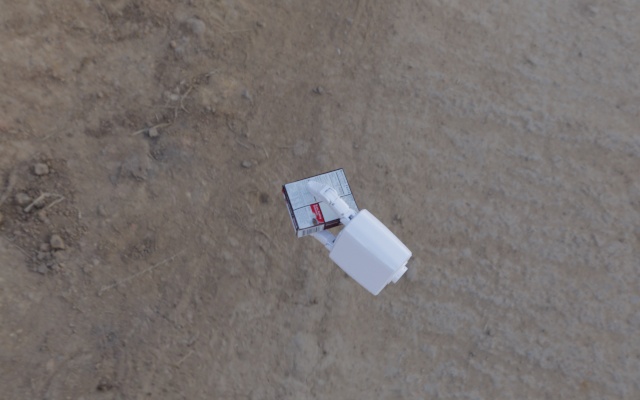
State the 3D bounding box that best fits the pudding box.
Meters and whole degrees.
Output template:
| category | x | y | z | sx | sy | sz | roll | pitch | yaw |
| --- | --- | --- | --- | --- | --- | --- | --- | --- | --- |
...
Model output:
| category | x | y | z | sx | sy | sz | roll | pitch | yaw |
| --- | --- | --- | --- | --- | --- | --- | --- | --- | --- |
| pudding box | 0.000 | 0.003 | 0.814 | 0.113 | 0.090 | 0.039 | -15 | -20 | -12 |
